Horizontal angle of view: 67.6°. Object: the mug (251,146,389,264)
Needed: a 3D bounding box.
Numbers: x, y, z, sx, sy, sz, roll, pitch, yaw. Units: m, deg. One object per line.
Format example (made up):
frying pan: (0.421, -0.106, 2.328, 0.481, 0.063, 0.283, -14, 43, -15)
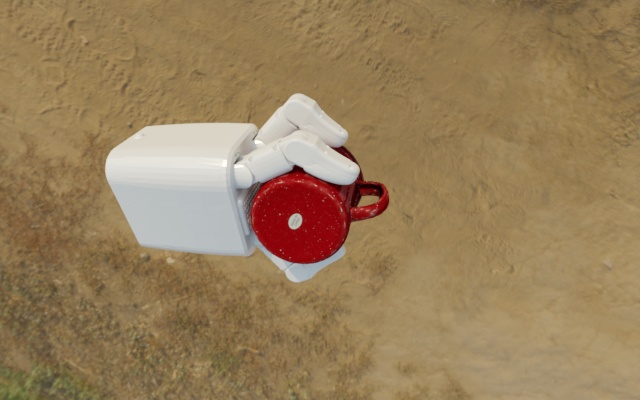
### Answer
mug: (0.001, 0.002, 0.411, 0.117, 0.093, 0.081, 1, 27, 9)
